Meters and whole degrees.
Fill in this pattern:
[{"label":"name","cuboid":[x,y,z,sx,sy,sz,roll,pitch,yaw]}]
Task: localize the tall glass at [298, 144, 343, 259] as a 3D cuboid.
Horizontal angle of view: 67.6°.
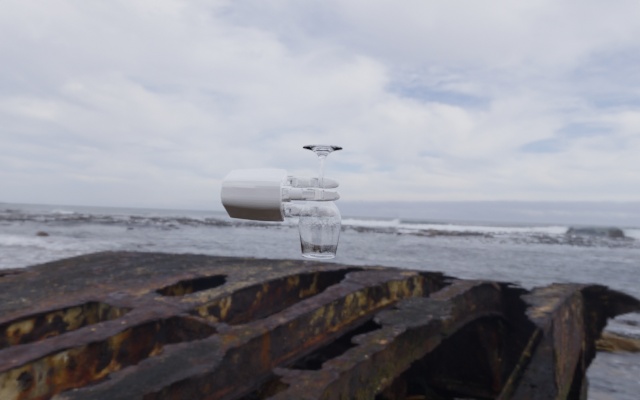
[{"label":"tall glass","cuboid":[0.000,0.002,0.869,0.079,0.201,0.079,2,-2,0]}]
